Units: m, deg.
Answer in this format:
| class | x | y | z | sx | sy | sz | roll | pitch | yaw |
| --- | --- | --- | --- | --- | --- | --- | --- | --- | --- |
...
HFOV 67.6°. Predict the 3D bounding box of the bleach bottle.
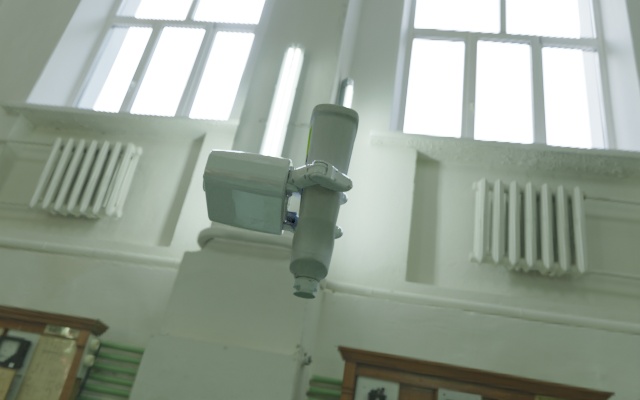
| class | x | y | z | sx | sy | sz | roll | pitch | yaw |
| --- | --- | --- | --- | --- | --- | --- | --- | --- | --- |
| bleach bottle | 0.000 | 0.002 | 0.634 | 0.068 | 0.250 | 0.103 | 10 | -25 | 0 |
